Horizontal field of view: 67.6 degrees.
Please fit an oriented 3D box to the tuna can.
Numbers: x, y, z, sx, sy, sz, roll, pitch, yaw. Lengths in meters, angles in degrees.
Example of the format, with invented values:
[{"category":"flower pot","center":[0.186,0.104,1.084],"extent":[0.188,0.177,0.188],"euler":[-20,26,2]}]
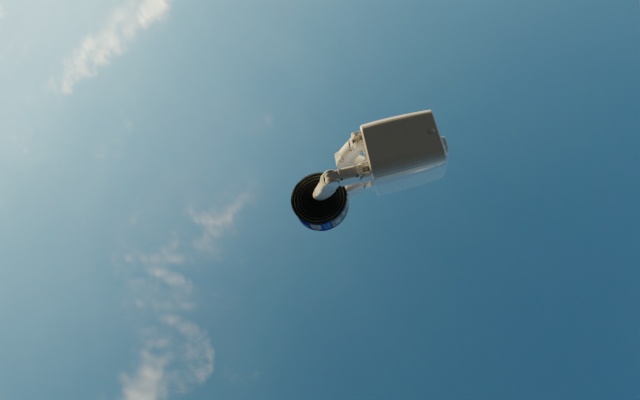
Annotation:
[{"category":"tuna can","center":[0.000,0.003,0.728],"extent":[0.086,0.086,0.034],"euler":[0,-24,11]}]
